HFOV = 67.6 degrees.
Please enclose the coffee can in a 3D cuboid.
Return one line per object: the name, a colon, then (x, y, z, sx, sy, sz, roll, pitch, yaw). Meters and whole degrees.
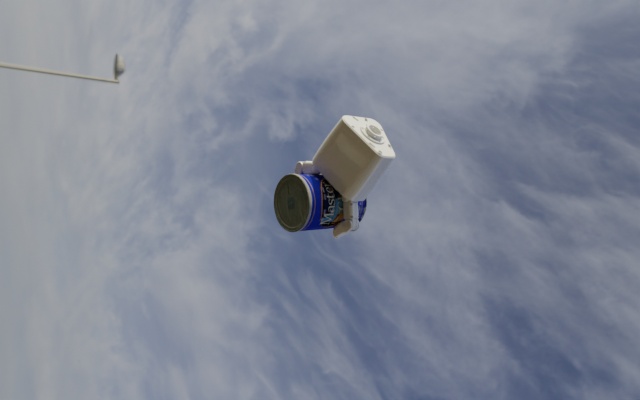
coffee can: (0.000, 0.003, 0.878, 0.140, 0.103, 0.103, -2, 1, -41)
